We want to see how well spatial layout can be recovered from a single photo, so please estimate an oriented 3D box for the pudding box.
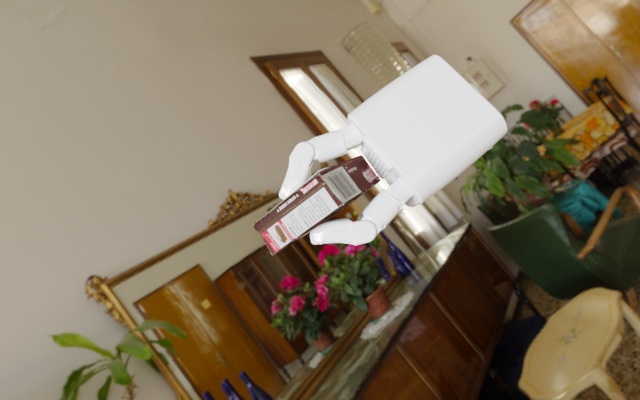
[{"bbox_3d":[0.000,0.001,0.463,0.090,0.039,0.113,-38,-6,27],"label":"pudding box"}]
